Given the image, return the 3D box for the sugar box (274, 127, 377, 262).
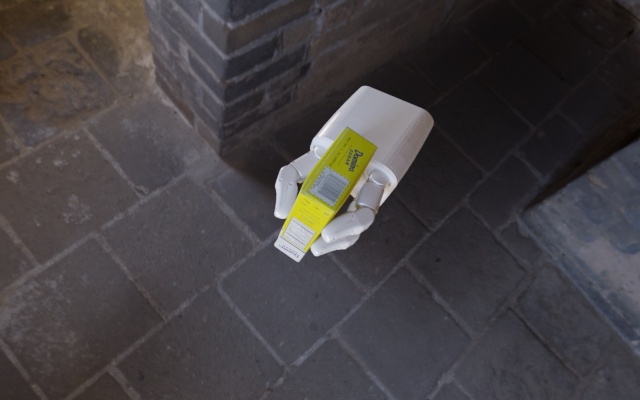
[{"bbox_3d":[0.001,0.002,0.543,0.048,0.093,0.176,33,-26,4],"label":"sugar box"}]
